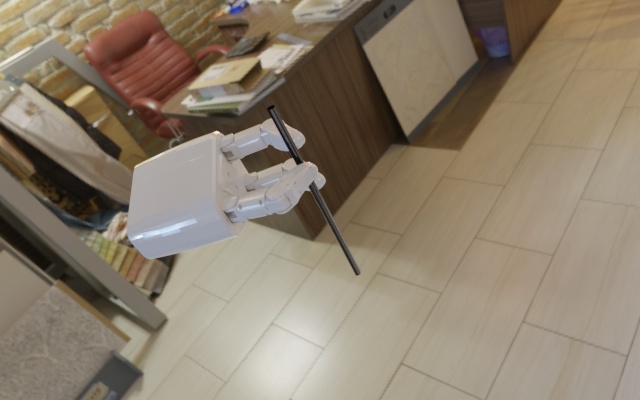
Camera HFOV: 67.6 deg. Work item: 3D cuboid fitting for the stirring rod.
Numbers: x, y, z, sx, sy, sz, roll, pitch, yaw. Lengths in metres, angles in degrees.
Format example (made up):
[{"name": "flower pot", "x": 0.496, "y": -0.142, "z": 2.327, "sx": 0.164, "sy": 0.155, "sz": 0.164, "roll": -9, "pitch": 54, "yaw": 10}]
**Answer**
[{"name": "stirring rod", "x": 0.000, "y": 0.002, "z": 0.504, "sx": 0.011, "sy": 0.240, "sz": 0.011, "roll": -17, "pitch": 38, "yaw": 14}]
